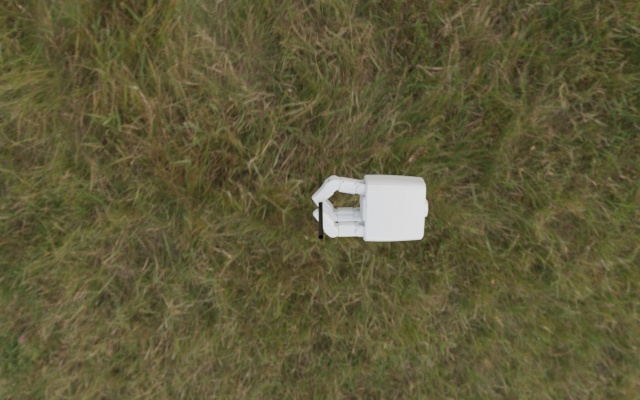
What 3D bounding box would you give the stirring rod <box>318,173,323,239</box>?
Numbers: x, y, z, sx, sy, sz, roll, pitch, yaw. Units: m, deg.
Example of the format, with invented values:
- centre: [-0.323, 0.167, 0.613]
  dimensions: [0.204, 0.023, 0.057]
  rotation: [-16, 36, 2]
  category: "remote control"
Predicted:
- centre: [0.000, 0.003, 0.860]
  dimensions: [0.011, 0.011, 0.239]
  rotation: [0, 27, 0]
  category: "stirring rod"
